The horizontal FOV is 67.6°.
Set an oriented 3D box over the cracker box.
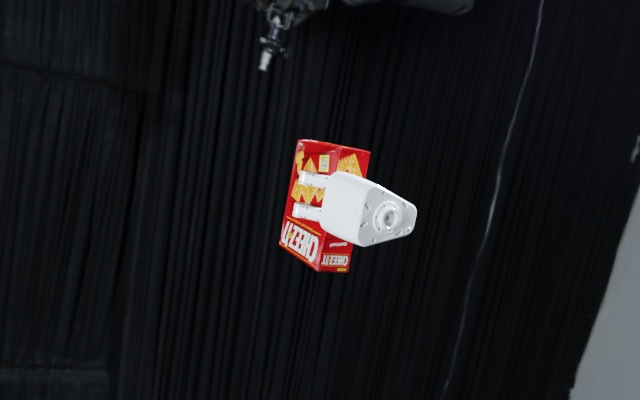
[{"bbox_3d":[0.000,0.003,0.866,0.072,0.214,0.164,7,8,-30],"label":"cracker box"}]
